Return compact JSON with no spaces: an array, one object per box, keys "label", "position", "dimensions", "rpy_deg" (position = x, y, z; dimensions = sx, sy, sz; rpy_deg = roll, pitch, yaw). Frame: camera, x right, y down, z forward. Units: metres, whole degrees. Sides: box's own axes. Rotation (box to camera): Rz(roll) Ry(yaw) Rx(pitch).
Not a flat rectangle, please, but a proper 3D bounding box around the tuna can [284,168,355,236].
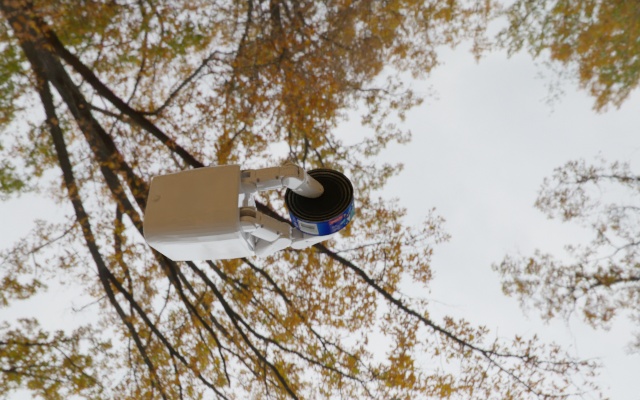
[{"label":"tuna can","position":[0.000,0.002,0.596],"dimensions":[0.086,0.086,0.034],"rpy_deg":[0,-39,10]}]
